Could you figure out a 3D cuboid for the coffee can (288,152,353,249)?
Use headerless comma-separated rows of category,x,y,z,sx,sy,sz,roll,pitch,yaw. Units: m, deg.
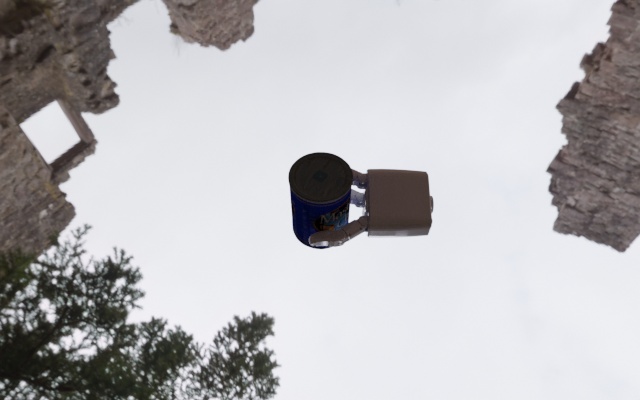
coffee can,0.000,0.003,0.806,0.103,0.102,0.140,0,-37,0
